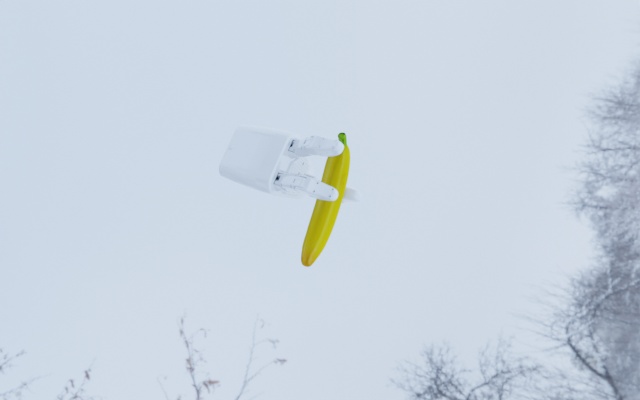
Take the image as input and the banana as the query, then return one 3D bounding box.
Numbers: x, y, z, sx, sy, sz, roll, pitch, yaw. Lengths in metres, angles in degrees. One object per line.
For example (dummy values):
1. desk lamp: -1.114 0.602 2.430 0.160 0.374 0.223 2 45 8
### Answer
1. banana: 0.008 -0.002 0.698 0.037 0.198 0.069 17 8 22
